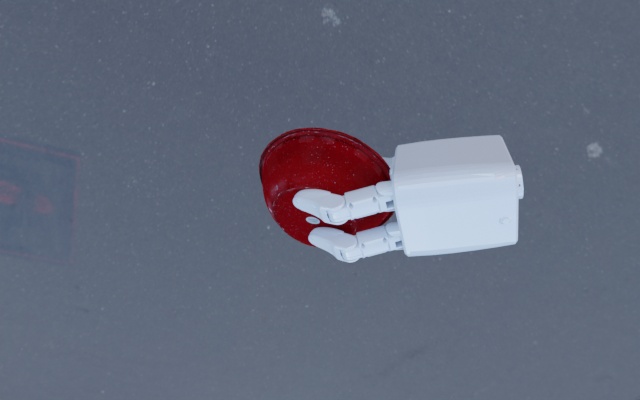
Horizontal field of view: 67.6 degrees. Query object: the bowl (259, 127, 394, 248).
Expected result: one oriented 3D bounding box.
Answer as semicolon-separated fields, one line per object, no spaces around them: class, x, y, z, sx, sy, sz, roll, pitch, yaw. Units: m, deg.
bowl;-0.001;0.002;0.520;0.162;0.162;0.055;0;44;22
